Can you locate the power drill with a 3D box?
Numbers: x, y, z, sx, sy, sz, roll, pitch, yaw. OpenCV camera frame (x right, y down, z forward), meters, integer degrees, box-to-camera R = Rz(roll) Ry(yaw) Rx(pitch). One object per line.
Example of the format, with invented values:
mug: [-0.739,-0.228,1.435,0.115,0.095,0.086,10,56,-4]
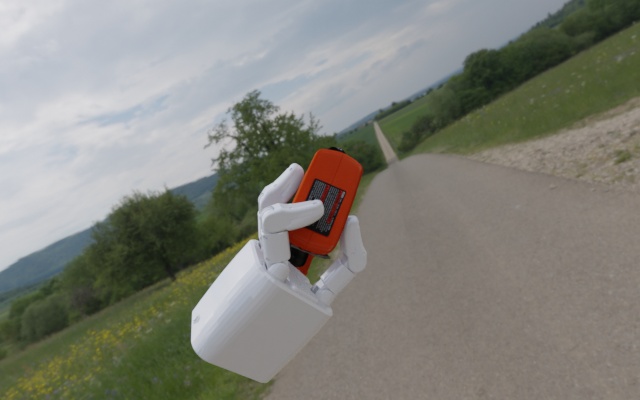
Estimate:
power drill: [0.000,0.002,0.563,0.057,0.184,0.188,20,-12,-1]
